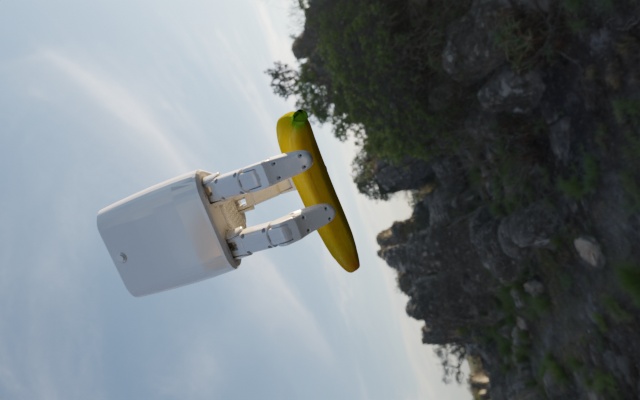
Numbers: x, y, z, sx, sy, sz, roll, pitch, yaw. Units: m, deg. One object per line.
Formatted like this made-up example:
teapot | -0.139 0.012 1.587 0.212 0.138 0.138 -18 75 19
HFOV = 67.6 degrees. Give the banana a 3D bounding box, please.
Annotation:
banana | -0.005 -0.012 0.468 0.037 0.198 0.069 -22 37 1
